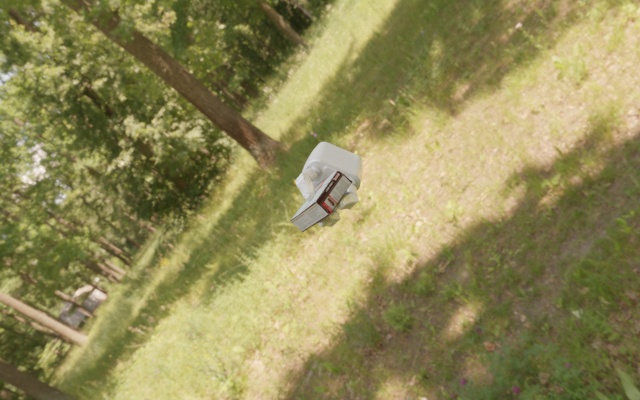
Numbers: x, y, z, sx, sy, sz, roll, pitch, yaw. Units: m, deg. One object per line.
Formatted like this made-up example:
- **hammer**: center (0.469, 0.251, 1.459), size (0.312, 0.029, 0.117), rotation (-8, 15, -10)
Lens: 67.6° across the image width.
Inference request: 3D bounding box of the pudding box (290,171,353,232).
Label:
- **pudding box**: center (0.000, 0.003, 0.891), size (0.039, 0.090, 0.113), rotation (39, -33, -8)
